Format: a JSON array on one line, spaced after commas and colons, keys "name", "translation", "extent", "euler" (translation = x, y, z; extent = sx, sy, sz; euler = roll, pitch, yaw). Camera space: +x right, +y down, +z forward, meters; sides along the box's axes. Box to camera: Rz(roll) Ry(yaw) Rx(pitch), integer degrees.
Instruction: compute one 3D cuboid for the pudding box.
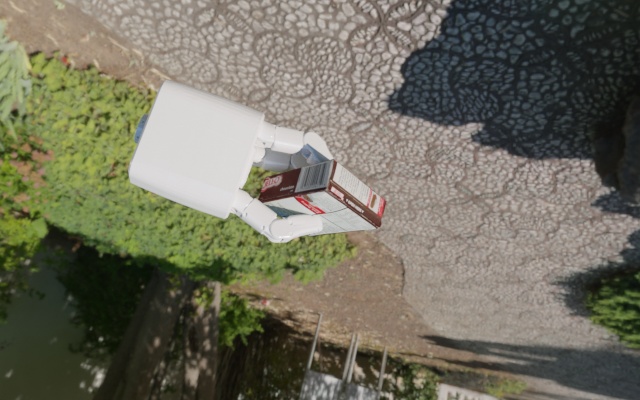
[{"name": "pudding box", "translation": [0.000, 0.002, 0.521], "extent": [0.113, 0.039, 0.090], "euler": [-8, -33, 45]}]
